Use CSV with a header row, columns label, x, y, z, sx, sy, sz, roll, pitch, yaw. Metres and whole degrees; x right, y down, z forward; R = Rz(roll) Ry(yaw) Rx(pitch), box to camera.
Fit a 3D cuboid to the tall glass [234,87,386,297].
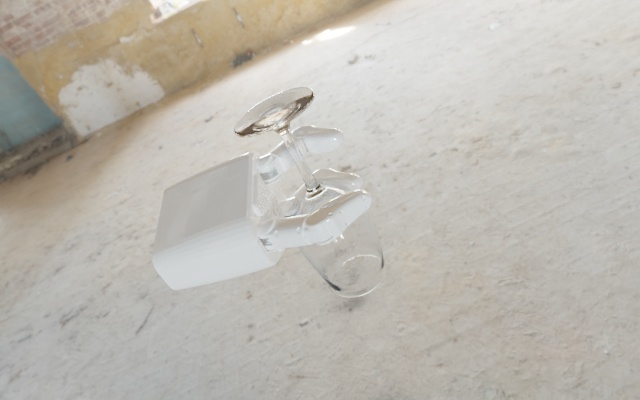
label,x,y,z,sx,sy,sz,roll,pitch,yaw
tall glass,0.000,0.001,0.446,0.079,0.201,0.079,-20,31,13
